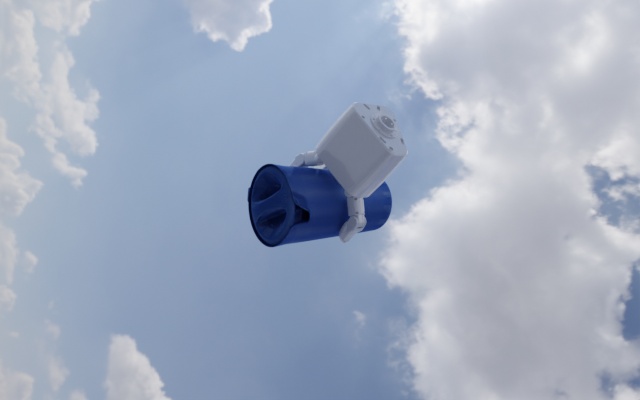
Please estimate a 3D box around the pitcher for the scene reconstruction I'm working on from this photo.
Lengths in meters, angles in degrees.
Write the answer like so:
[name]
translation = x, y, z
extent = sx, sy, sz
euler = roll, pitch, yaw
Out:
[pitcher]
translation = 0.000, 0.003, 0.839
extent = 0.243, 0.149, 0.145
euler = -1, -34, -39
